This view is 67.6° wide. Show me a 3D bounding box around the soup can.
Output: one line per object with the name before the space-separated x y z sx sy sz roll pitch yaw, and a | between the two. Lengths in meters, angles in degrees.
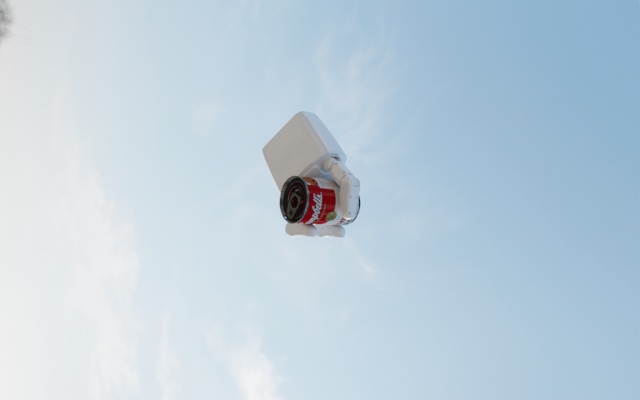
soup can | 0.001 0.003 0.702 0.102 0.068 0.068 5 -3 -39
